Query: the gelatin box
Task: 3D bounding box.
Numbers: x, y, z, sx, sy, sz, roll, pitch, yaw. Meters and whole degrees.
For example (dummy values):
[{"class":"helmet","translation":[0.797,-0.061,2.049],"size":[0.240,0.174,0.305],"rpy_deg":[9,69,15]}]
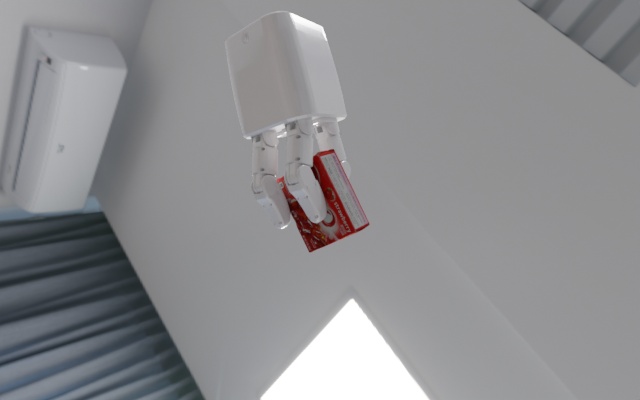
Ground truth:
[{"class":"gelatin box","translation":[0.001,0.002,0.499],"size":[0.073,0.089,0.030],"rpy_deg":[-29,-4,43]}]
